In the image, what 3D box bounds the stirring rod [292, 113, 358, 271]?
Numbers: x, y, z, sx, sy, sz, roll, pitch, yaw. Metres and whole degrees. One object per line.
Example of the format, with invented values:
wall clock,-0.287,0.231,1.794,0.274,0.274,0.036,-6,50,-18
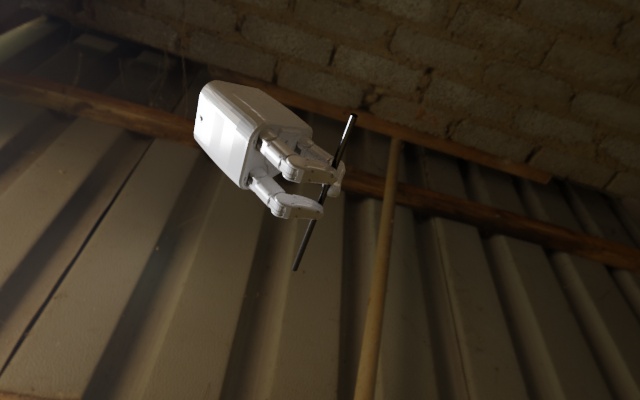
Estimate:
stirring rod,0.000,0.002,0.564,0.011,0.240,0.011,13,38,-10
